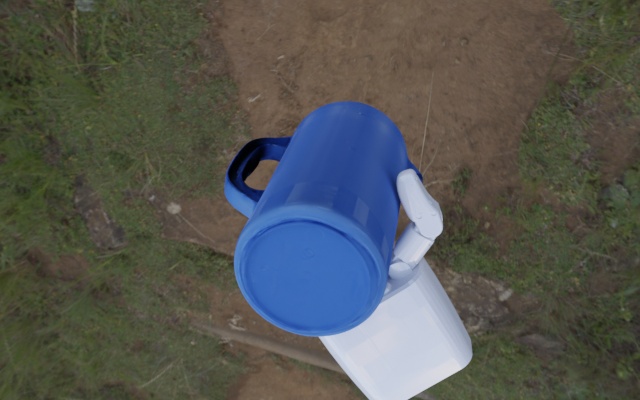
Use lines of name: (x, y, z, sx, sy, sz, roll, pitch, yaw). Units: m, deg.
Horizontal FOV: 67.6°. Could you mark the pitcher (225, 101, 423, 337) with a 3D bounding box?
pitcher: (0.000, 0.002, 0.429, 0.149, 0.145, 0.242, -28, 16, 21)
